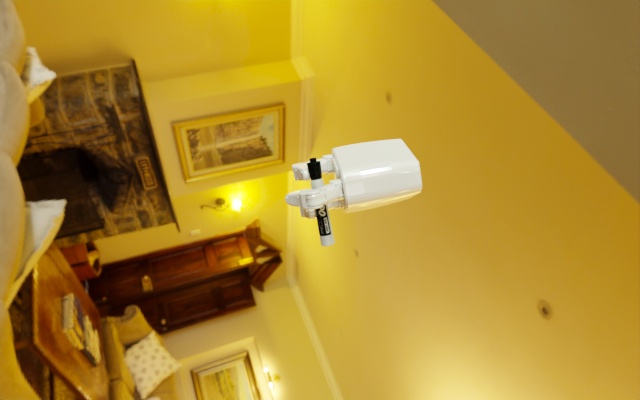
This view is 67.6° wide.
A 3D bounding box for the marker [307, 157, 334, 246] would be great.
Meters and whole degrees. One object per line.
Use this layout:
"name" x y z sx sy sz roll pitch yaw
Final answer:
"marker" 0.000 0.002 0.643 0.020 0.121 0.020 -9 12 2
